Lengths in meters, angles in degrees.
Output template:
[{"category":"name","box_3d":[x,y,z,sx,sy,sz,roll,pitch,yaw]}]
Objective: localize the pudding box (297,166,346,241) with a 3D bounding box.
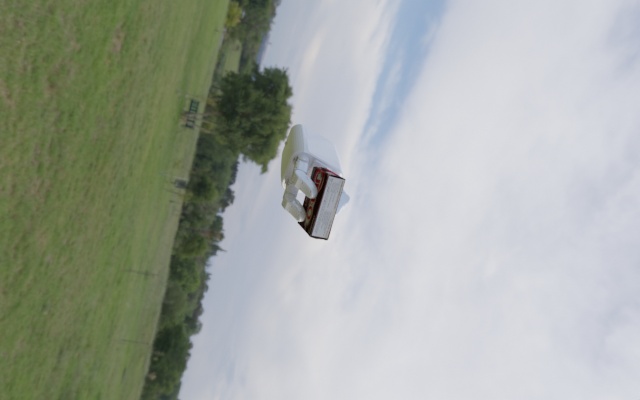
[{"category":"pudding box","box_3d":[0.000,0.003,0.832,0.039,0.113,0.090,11,9,-18]}]
